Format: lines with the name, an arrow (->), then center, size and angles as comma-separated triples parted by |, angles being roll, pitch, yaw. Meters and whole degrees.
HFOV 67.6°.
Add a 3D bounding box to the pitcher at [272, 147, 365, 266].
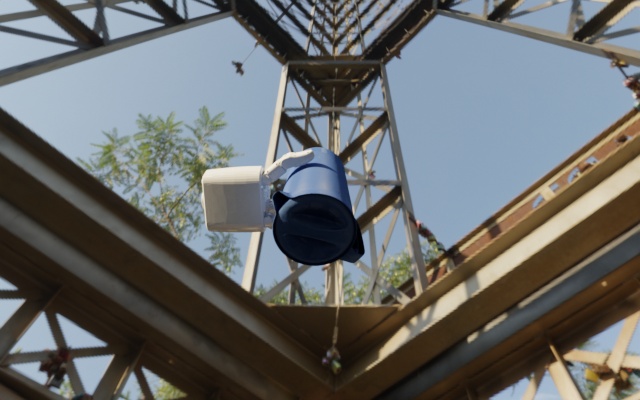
pitcher -> 0.000, 0.003, 0.851 | 0.145, 0.149, 0.242 | -3, 27, 3
